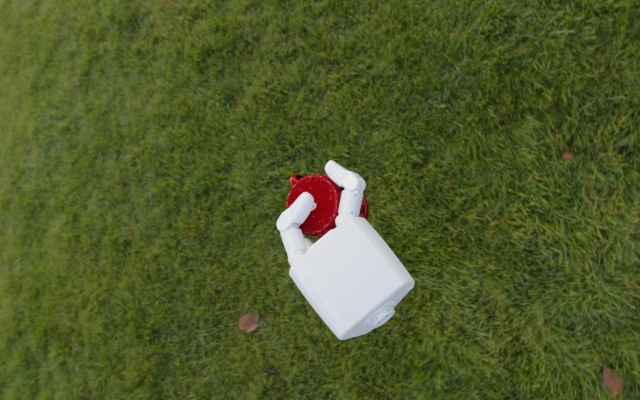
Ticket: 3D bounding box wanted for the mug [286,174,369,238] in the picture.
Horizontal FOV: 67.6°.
[{"bbox_3d":[-0.001,0.001,0.658,0.117,0.093,0.081,48,16,26],"label":"mug"}]
